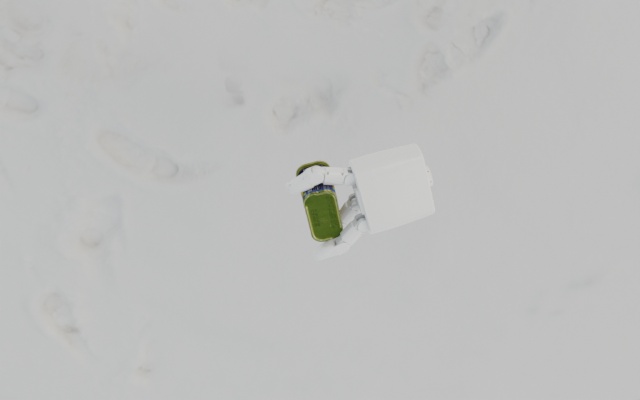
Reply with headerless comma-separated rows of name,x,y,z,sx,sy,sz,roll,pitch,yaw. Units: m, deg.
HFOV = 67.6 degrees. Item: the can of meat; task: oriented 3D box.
can of meat,0.000,0.003,0.760,0.057,0.102,0.084,-14,37,0
